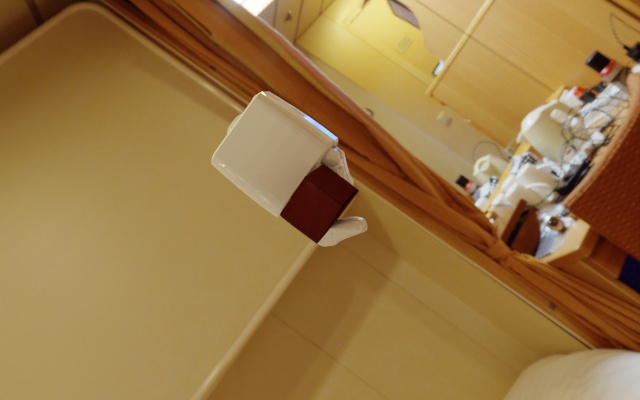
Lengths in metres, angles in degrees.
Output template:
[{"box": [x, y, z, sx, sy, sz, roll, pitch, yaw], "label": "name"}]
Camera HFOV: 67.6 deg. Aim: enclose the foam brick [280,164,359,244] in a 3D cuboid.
[{"box": [0.000, 0.002, 0.516, 0.051, 0.053, 0.078, 37, 20, 4], "label": "foam brick"}]
